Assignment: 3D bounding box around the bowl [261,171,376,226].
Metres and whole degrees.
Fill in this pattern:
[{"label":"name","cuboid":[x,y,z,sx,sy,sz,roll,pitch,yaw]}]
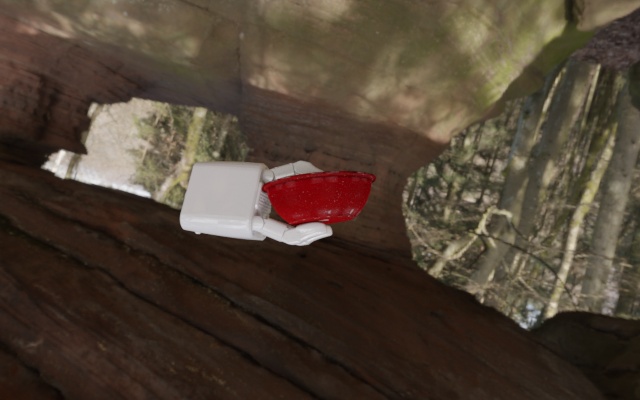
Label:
[{"label":"bowl","cuboid":[0.001,0.002,0.663,0.162,0.055,0.162,-6,-8,-1]}]
